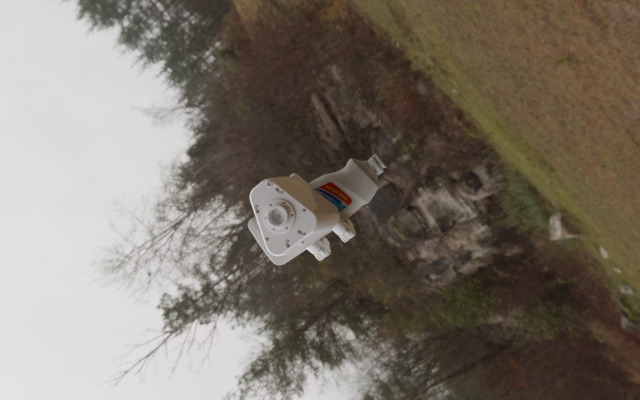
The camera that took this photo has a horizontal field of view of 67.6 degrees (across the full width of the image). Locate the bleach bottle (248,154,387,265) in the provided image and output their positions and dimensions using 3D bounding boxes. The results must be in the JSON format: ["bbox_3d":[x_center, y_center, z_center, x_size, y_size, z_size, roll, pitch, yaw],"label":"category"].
[{"bbox_3d":[0.000,0.003,0.817,0.251,0.102,0.068,-38,-9,15],"label":"bleach bottle"}]
